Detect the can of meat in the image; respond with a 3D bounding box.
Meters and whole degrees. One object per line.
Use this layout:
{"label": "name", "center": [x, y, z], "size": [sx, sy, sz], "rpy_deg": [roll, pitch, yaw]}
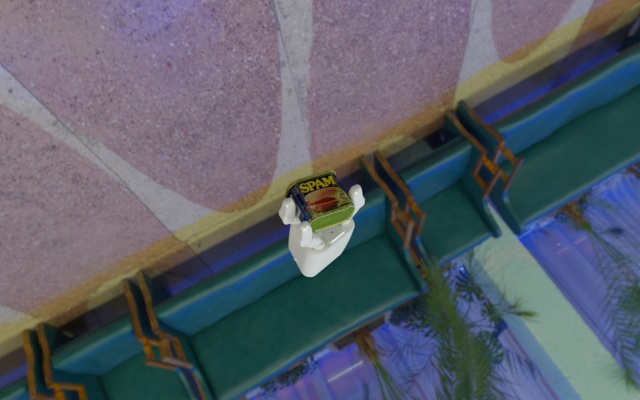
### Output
{"label": "can of meat", "center": [0.000, 0.003, 0.849], "size": [0.102, 0.084, 0.057], "rpy_deg": [-17, -29, -26]}
